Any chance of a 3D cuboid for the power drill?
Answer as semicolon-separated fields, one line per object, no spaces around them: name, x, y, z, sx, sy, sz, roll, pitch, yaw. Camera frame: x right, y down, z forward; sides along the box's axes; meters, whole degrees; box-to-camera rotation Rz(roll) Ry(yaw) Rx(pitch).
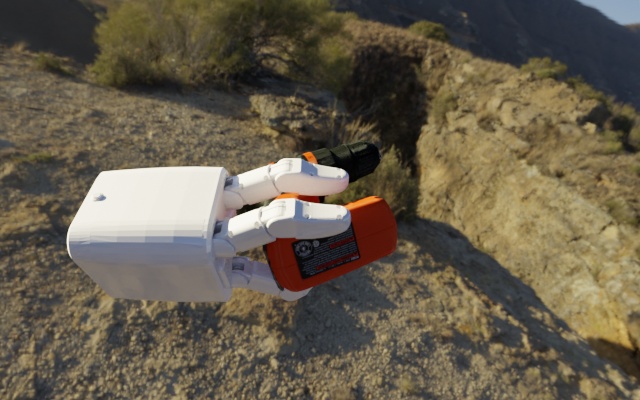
power drill;0.000;0.002;0.455;0.184;0.057;0.187;-22;23;-9
